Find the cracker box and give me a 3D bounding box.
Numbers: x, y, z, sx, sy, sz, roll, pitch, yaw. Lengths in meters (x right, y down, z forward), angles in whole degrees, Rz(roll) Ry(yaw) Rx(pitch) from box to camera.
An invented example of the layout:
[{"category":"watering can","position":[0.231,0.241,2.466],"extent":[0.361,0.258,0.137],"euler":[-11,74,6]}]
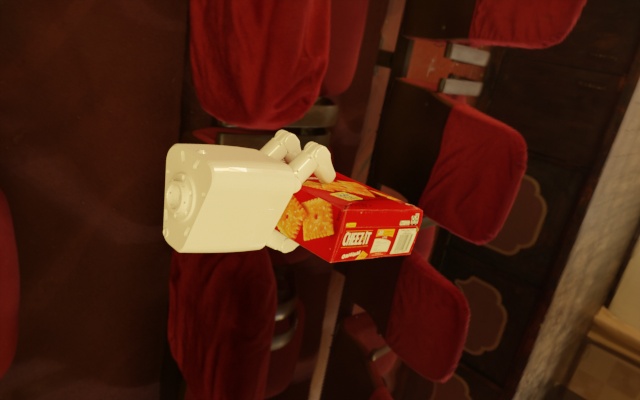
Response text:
[{"category":"cracker box","position":[0.000,0.002,0.621],"extent":[0.213,0.072,0.164],"euler":[27,17,39]}]
